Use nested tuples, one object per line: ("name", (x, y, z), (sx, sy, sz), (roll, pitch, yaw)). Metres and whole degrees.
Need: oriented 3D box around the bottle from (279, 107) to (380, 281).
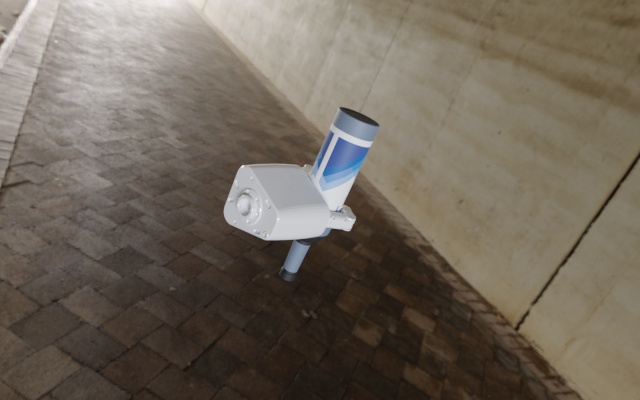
("bottle", (0.000, 0.002, 0.751), (0.069, 0.296, 0.069), (21, 21, -8))
